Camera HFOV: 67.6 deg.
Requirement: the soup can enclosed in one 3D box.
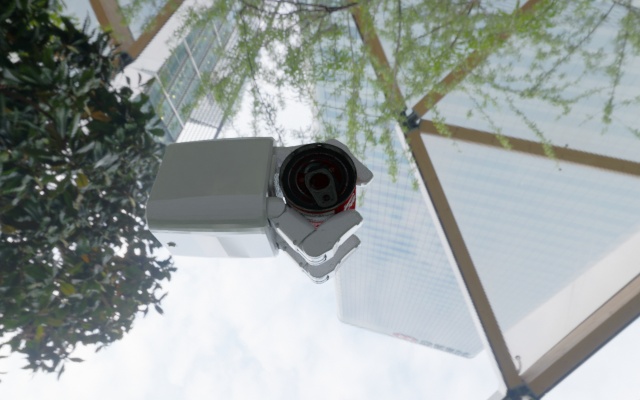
[{"bbox_3d":[0.001,0.001,0.455,0.068,0.068,0.102,0,-27,3],"label":"soup can"}]
